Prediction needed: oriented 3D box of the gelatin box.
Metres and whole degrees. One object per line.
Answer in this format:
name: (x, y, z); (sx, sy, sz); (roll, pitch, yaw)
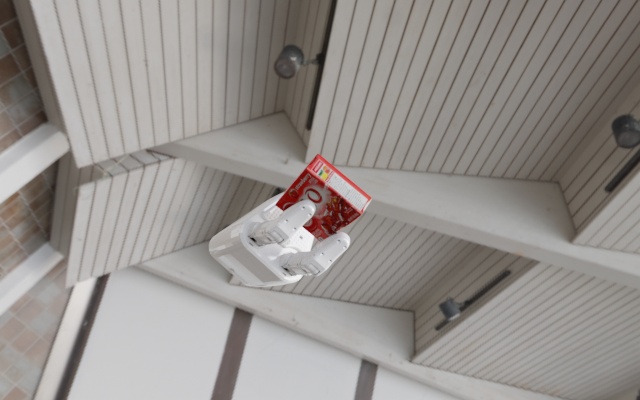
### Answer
gelatin box: (0.000, 0.001, 0.511); (0.073, 0.030, 0.089); (40, -37, -5)
